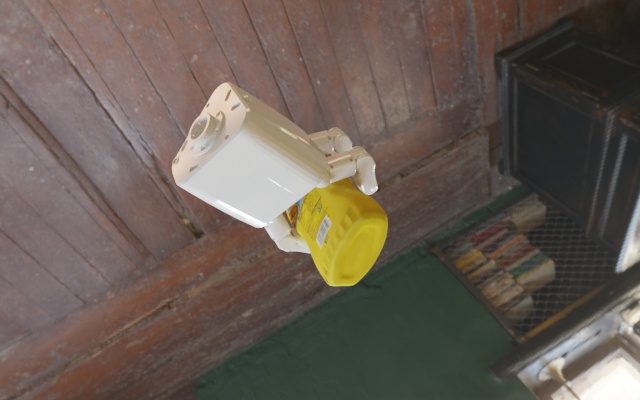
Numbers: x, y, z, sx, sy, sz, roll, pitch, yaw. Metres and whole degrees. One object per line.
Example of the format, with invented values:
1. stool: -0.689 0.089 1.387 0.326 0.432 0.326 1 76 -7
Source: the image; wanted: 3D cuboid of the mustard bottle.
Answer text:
1. mustard bottle: 0.000 0.002 0.545 0.058 0.096 0.191 4 31 -31
